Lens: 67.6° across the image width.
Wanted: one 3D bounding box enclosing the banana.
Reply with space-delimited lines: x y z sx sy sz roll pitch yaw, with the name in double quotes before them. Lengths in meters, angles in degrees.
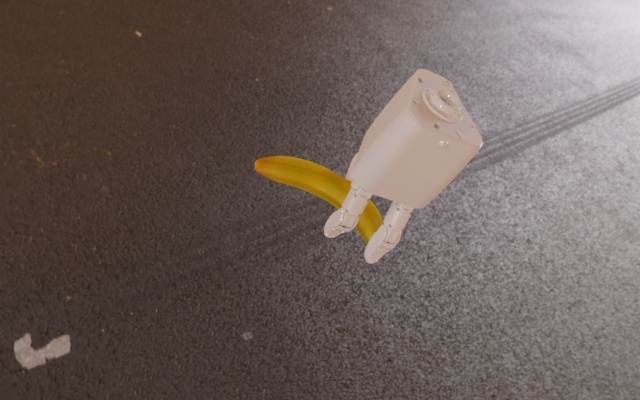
"banana" 0.010 -0.007 0.613 0.037 0.198 0.069 -51 3 45
